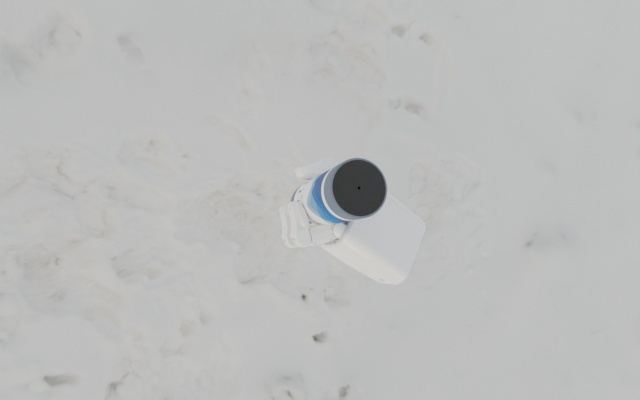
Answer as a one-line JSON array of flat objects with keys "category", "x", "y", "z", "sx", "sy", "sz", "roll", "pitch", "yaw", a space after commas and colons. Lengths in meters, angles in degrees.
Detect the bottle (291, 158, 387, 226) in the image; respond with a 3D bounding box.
[{"category": "bottle", "x": 0.000, "y": 0.002, "z": 0.655, "sx": 0.069, "sy": 0.069, "sz": 0.296, "roll": 0, "pitch": -6, "yaw": -17}]
